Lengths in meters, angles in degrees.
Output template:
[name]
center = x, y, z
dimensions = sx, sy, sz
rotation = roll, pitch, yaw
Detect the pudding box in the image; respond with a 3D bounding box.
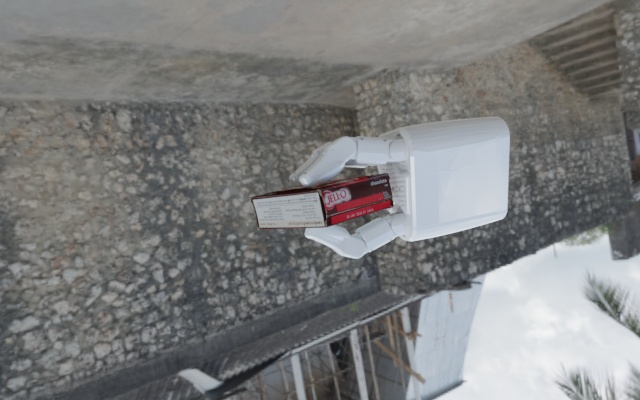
[pudding box]
center = 0.000, 0.002, 0.466
dimensions = 0.090, 0.039, 0.113
rotation = -13, 3, -40
